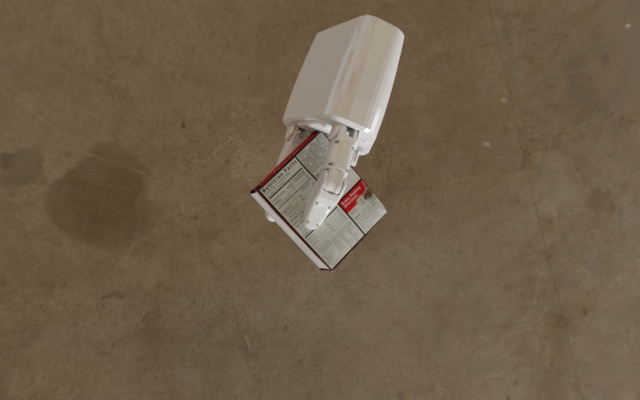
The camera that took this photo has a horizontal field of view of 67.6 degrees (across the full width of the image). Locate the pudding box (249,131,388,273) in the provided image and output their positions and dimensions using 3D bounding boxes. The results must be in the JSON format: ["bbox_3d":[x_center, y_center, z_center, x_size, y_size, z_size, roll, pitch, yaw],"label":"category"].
[{"bbox_3d":[0.000,0.002,0.477,0.090,0.113,0.039,-44,10,-14],"label":"pudding box"}]
